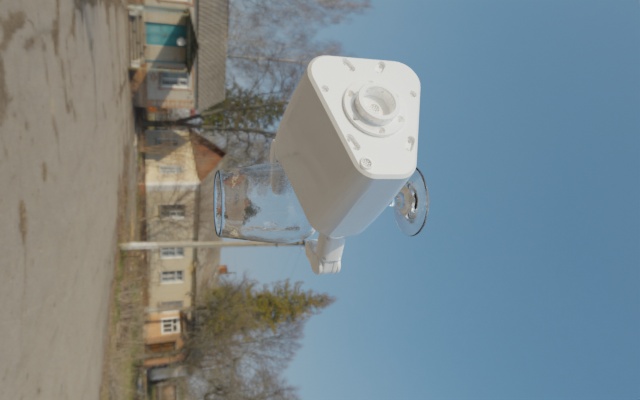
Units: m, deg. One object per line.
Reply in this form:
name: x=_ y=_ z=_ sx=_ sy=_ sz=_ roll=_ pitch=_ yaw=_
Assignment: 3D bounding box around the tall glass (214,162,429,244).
tall glass: x=0.001 y=0.002 z=0.468 sx=0.201 sy=0.079 sz=0.079 roll=-1 pitch=0 yaw=-19
